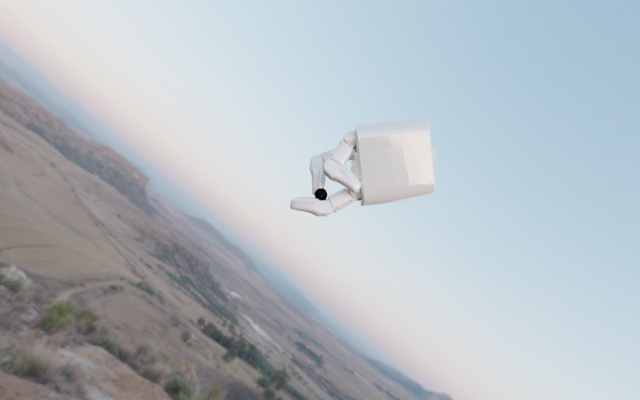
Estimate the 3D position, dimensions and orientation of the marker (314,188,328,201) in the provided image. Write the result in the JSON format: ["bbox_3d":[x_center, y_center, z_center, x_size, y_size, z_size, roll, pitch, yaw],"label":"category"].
[{"bbox_3d":[0.000,0.002,0.727,0.020,0.020,0.121,0,-12,-1],"label":"marker"}]
